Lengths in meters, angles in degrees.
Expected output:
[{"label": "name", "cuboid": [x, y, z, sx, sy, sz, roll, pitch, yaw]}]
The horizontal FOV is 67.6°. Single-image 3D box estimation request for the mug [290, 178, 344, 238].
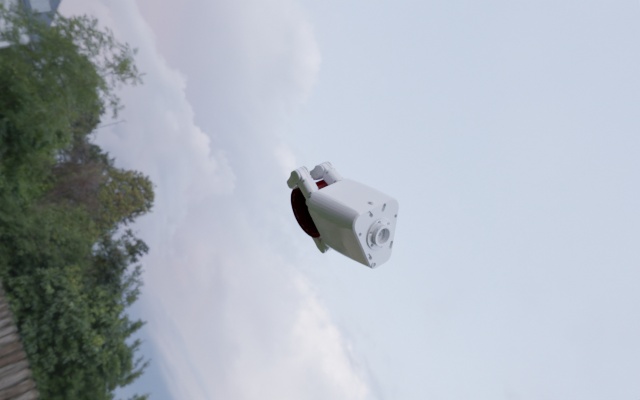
[{"label": "mug", "cuboid": [-0.001, 0.002, 0.829, 0.081, 0.093, 0.117, -24, 30, -29]}]
